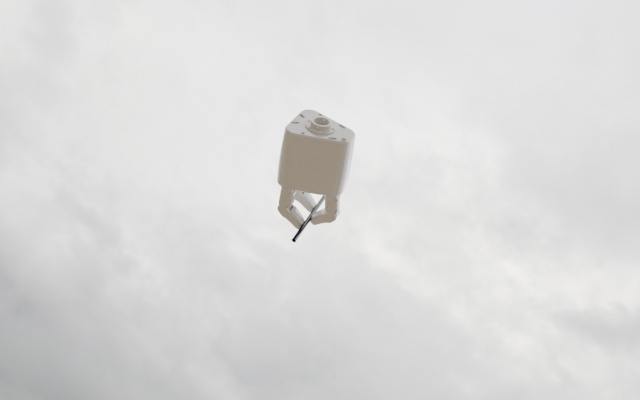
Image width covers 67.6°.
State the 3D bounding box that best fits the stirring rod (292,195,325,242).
[{"bbox_3d":[0.000,0.003,0.895,0.011,0.011,0.239,0,32,27],"label":"stirring rod"}]
